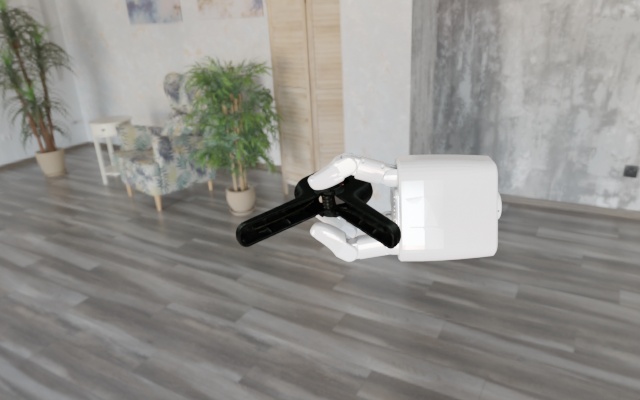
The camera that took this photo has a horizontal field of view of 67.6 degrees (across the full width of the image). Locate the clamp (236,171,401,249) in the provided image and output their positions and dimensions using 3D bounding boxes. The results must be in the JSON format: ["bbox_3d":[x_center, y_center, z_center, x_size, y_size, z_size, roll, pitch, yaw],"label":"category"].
[{"bbox_3d":[0.000,0.001,0.548,0.164,0.036,0.210,-2,22,4],"label":"clamp"}]
